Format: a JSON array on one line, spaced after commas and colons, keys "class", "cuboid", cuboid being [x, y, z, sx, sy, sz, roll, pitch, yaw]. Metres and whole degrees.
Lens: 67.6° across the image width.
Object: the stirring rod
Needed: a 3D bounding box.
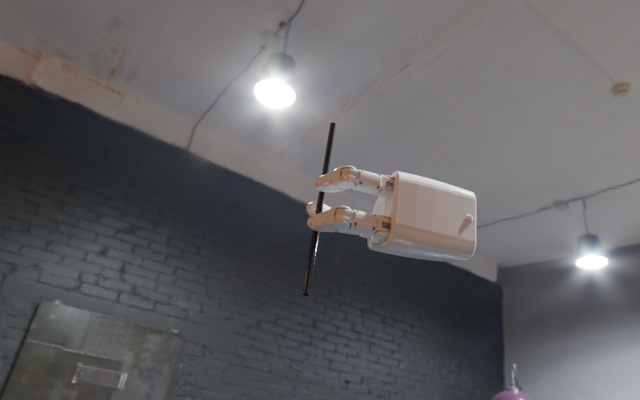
[{"class": "stirring rod", "cuboid": [0.000, 0.002, 0.602, 0.011, 0.239, 0.011, 7, -26, 4]}]
